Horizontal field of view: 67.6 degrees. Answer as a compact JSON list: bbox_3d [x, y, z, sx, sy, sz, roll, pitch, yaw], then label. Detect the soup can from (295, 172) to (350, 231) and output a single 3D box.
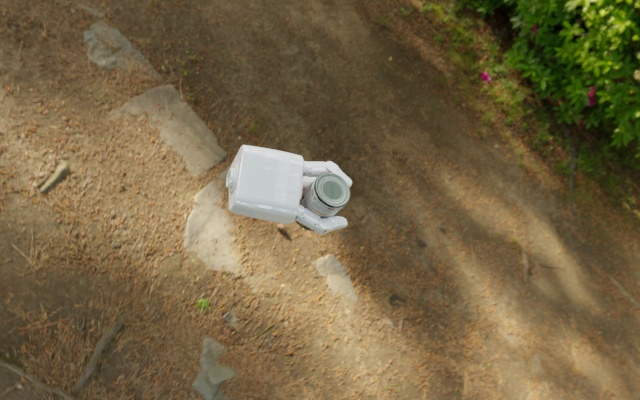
[{"bbox_3d":[0.001,0.003,0.837,0.068,0.068,0.102,0,-26,-27],"label":"soup can"}]
